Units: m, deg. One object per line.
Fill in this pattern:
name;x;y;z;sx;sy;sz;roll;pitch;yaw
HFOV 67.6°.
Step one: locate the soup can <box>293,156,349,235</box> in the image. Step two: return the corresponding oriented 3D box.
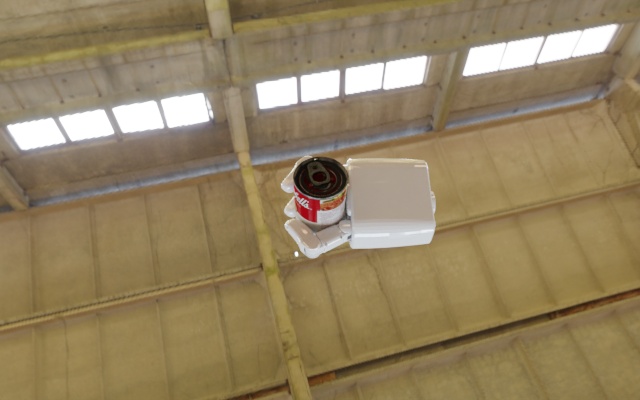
soup can;0.000;0.002;0.619;0.068;0.068;0.102;0;-38;-1
